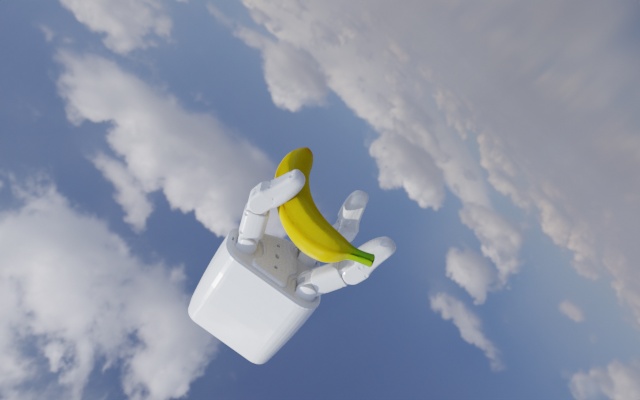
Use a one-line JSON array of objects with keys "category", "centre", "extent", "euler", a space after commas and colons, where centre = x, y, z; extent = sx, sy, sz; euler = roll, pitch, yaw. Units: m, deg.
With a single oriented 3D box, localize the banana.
[{"category": "banana", "centre": [-0.015, 0.001, 0.490], "extent": [0.069, 0.037, 0.197], "euler": [10, 34, -30]}]
